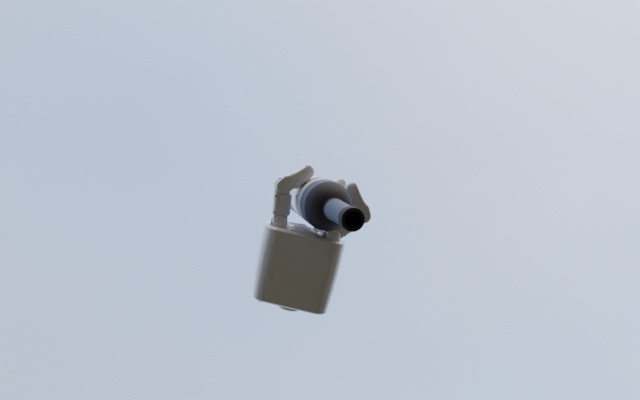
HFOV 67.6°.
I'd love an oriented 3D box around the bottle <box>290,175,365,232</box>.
[{"bbox_3d":[0.000,0.002,0.662,0.069,0.069,0.295,0,7,-14],"label":"bottle"}]
